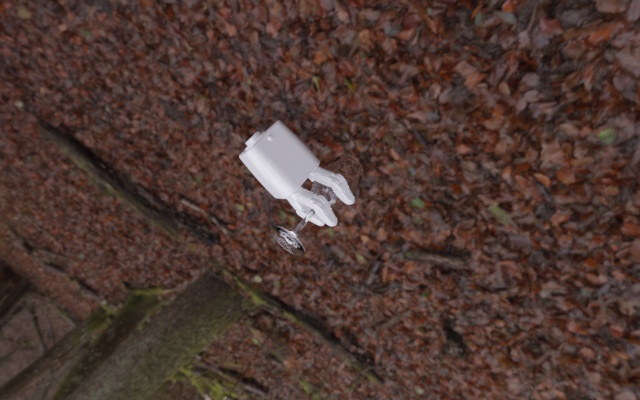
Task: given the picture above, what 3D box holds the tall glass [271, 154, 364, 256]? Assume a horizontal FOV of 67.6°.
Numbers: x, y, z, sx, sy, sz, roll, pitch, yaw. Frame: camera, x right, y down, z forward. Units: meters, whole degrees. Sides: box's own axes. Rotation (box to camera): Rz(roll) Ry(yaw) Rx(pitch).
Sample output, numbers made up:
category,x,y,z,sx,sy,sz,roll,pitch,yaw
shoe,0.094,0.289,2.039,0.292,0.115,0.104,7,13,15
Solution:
category,x,y,z,sx,sy,sz,roll,pitch,yaw
tall glass,0.000,0.003,0.869,0.079,0.079,0.201,0,43,52
